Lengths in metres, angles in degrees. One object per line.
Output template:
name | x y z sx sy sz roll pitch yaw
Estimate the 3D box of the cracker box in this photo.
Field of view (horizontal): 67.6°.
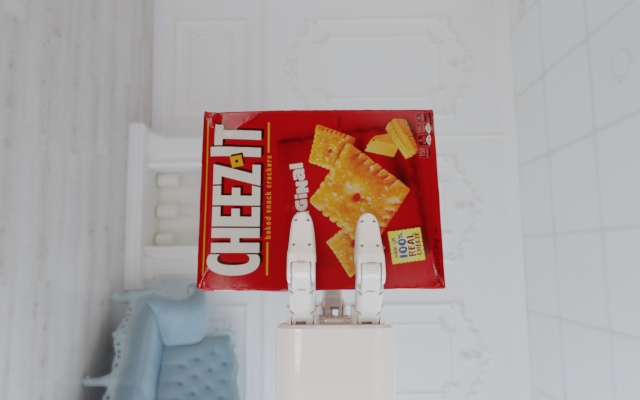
cracker box | 0.000 0.001 0.444 0.214 0.164 0.072 0 -11 0
